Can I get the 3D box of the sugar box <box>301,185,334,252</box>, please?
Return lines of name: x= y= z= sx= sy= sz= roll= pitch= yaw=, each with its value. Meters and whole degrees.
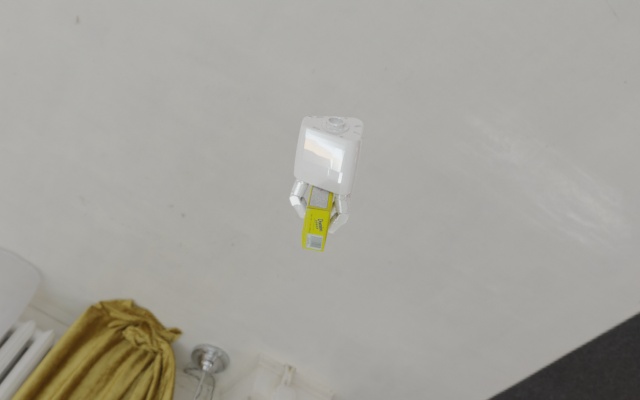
sugar box: x=0.001 y=0.003 z=0.883 sx=0.048 sy=0.093 sz=0.176 roll=11 pitch=36 yaw=3
